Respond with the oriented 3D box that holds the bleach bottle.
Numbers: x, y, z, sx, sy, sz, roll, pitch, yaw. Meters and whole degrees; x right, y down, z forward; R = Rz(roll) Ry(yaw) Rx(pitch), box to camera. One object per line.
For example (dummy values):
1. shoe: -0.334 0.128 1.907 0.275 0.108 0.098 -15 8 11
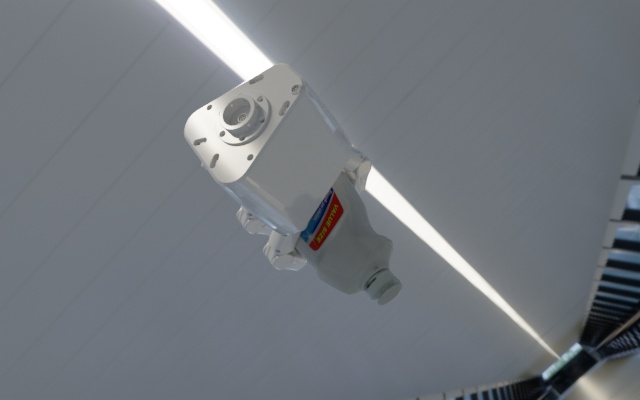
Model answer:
1. bleach bottle: 0.000 0.002 0.504 0.250 0.102 0.068 48 3 32
